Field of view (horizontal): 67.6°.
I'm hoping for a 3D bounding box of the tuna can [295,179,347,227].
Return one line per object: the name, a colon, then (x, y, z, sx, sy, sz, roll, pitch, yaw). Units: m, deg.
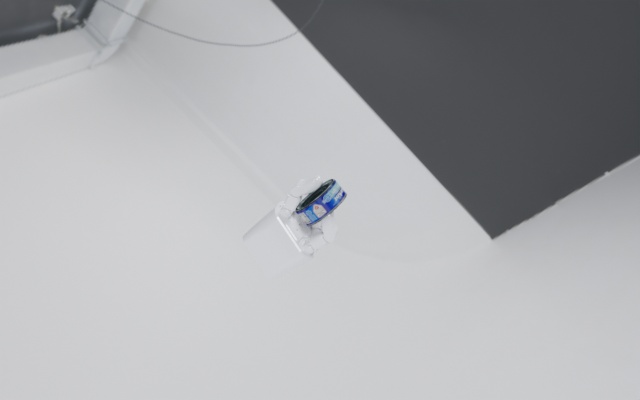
tuna can: (0.000, 0.002, 0.788, 0.086, 0.034, 0.086, -38, 11, 9)
